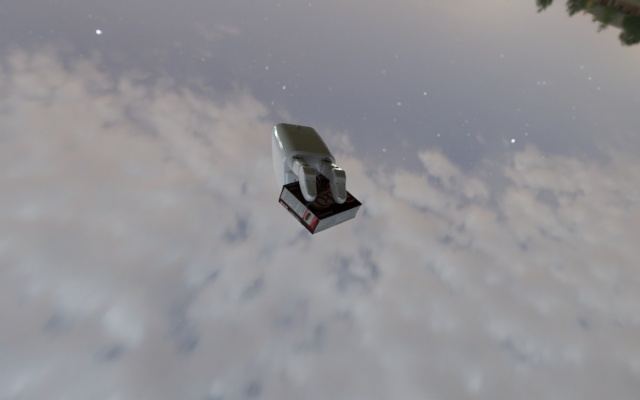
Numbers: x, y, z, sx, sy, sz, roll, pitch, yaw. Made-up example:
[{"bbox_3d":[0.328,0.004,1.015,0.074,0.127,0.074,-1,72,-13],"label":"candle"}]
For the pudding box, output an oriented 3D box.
[{"bbox_3d":[0.000,0.003,0.790,0.090,0.039,0.113,42,39,25],"label":"pudding box"}]
